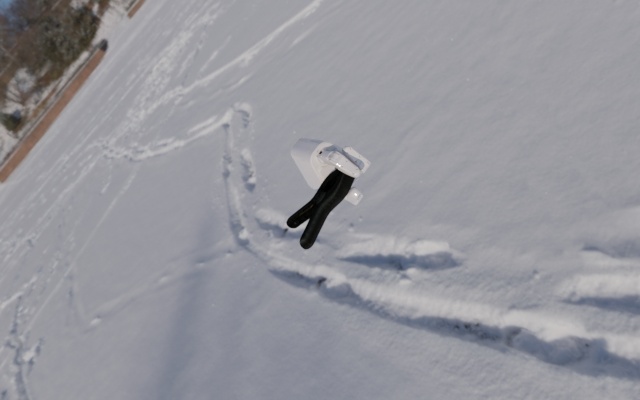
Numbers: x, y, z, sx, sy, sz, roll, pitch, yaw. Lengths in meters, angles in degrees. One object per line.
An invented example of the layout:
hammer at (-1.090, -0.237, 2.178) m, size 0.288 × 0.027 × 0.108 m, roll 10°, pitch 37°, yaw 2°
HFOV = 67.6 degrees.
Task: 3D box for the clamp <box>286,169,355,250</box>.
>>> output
clamp at (0.000, 0.002, 0.863) m, size 0.039 × 0.171 × 0.120 m, roll 41°, pitch -7°, yaw -30°
